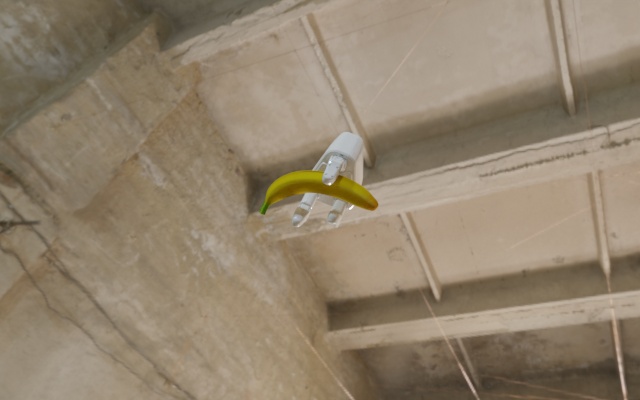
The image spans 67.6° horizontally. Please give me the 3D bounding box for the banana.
[{"bbox_3d":[-0.005,-0.016,0.780,0.198,0.069,0.037,-2,12,13],"label":"banana"}]
